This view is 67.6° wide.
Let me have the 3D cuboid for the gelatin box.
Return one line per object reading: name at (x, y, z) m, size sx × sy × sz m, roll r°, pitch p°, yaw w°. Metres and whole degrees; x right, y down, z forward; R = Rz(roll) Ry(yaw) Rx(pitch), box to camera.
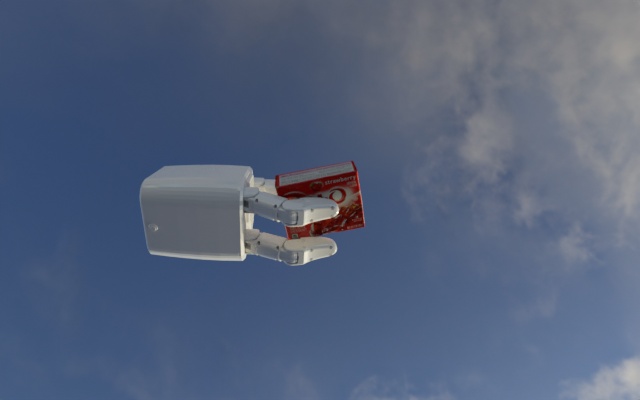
gelatin box at (0.000, 0.001, 0.524) m, size 0.089 × 0.073 × 0.030 m, roll -11°, pitch 32°, yaw -1°
